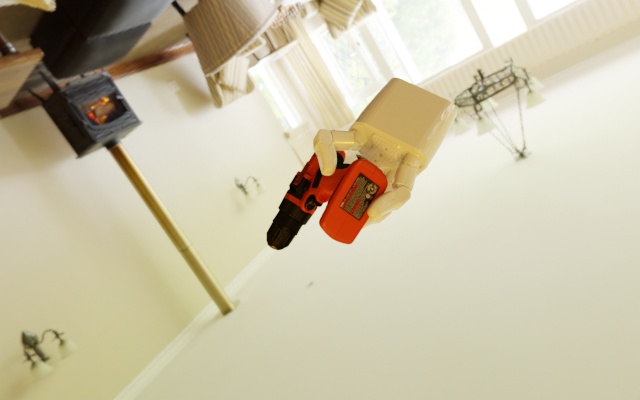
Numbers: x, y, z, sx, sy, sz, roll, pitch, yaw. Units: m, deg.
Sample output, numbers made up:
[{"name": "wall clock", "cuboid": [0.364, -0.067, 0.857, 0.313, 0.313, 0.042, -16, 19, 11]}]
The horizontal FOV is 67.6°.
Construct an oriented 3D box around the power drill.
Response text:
[{"name": "power drill", "cuboid": [0.000, 0.002, 0.657, 0.057, 0.184, 0.187, 32, -5, -24]}]
